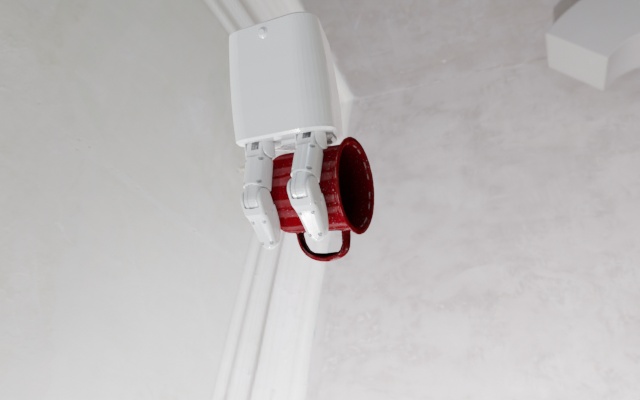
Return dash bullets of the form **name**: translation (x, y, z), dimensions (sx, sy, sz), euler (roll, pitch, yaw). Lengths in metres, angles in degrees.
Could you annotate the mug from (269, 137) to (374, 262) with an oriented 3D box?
- **mug**: translation (0.000, 0.003, 0.469), dimensions (0.081, 0.117, 0.093), euler (-6, -2, 26)
